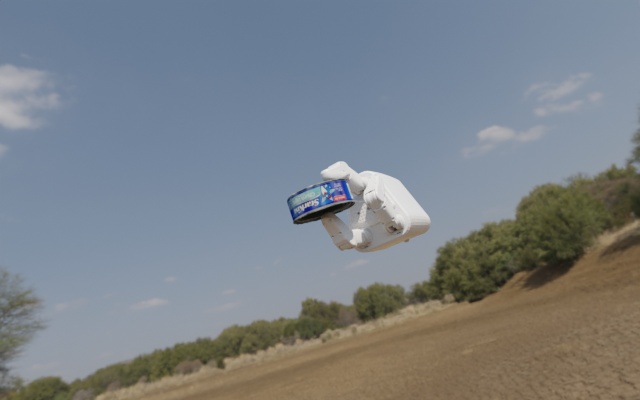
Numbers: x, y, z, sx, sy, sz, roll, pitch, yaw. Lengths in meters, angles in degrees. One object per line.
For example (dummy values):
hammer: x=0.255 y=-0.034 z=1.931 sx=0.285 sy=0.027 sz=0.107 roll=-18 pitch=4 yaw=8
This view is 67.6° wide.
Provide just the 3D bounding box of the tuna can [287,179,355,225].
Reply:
tuna can: x=0.000 y=0.002 z=0.629 sx=0.086 sy=0.033 sz=0.086 roll=-18 pitch=-10 yaw=-3
